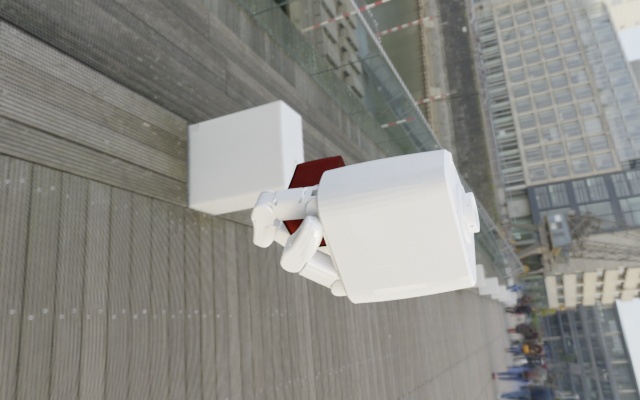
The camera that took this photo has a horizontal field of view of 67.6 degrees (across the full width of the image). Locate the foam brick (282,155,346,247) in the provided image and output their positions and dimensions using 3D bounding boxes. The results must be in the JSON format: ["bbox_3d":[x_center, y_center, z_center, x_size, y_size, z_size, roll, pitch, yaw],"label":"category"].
[{"bbox_3d":[0.000,0.001,0.467,0.051,0.053,0.078,-12,36,23],"label":"foam brick"}]
